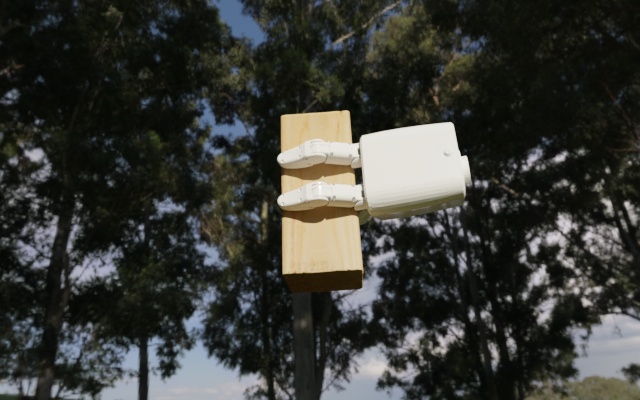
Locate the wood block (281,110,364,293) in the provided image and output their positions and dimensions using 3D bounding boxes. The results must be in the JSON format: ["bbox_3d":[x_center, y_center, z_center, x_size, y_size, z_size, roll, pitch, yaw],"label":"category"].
[{"bbox_3d":[0.001,0.002,0.595,0.090,0.206,0.091,-4,-25,3],"label":"wood block"}]
